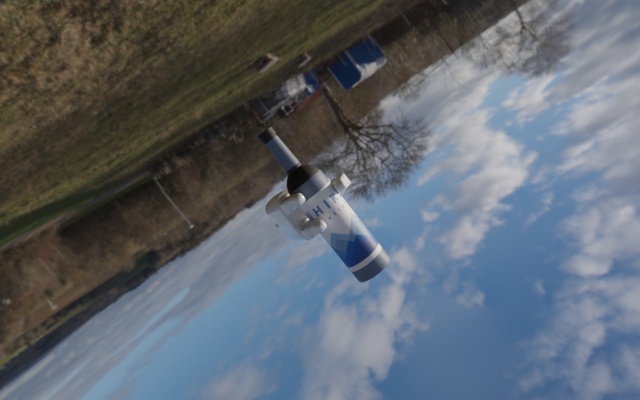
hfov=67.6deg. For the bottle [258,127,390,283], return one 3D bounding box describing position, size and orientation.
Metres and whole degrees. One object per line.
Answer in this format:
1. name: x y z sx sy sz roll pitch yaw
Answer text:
1. bottle: 0.000 0.003 0.791 0.069 0.296 0.069 -38 6 5
